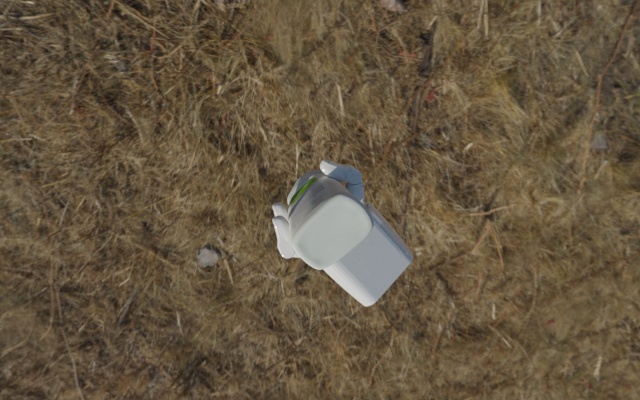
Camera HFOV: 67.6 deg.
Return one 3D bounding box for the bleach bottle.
[{"bbox_3d":[0.000,0.002,0.679,0.102,0.068,0.250,-42,17,8],"label":"bleach bottle"}]
